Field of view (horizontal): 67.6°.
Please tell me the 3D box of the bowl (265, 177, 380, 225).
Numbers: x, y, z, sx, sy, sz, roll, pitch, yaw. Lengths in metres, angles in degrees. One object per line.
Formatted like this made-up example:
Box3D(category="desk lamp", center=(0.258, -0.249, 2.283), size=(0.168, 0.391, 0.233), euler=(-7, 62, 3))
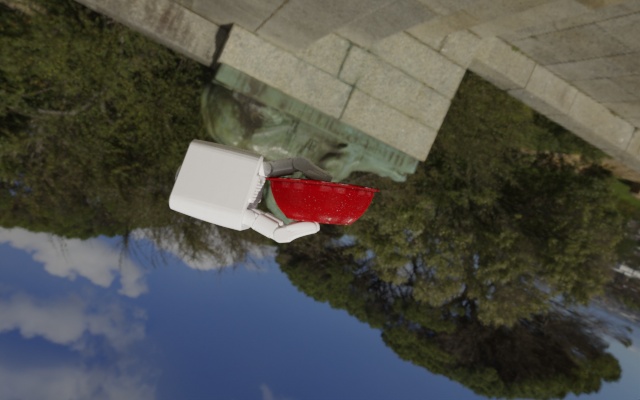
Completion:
Box3D(category="bowl", center=(0.001, 0.003, 0.673), size=(0.162, 0.055, 0.162), euler=(6, 0, 0))
